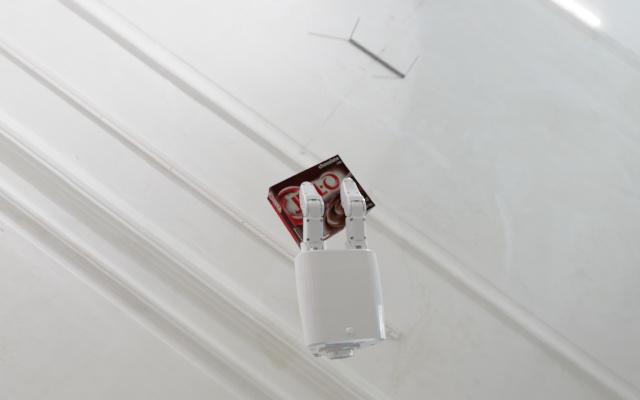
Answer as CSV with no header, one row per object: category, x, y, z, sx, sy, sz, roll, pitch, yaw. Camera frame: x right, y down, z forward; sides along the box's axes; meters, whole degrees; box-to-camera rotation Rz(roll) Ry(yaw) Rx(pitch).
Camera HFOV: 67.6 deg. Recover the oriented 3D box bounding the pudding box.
pudding box,0.000,0.002,0.623,0.113,0.090,0.039,-27,-16,-26
